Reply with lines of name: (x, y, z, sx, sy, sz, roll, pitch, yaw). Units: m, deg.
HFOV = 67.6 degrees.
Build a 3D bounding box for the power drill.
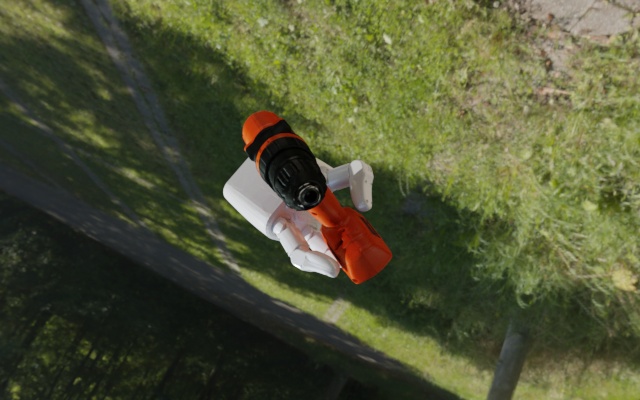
power drill: (0.000, 0.002, 0.487, 0.057, 0.188, 0.184, -37, 32, 2)
